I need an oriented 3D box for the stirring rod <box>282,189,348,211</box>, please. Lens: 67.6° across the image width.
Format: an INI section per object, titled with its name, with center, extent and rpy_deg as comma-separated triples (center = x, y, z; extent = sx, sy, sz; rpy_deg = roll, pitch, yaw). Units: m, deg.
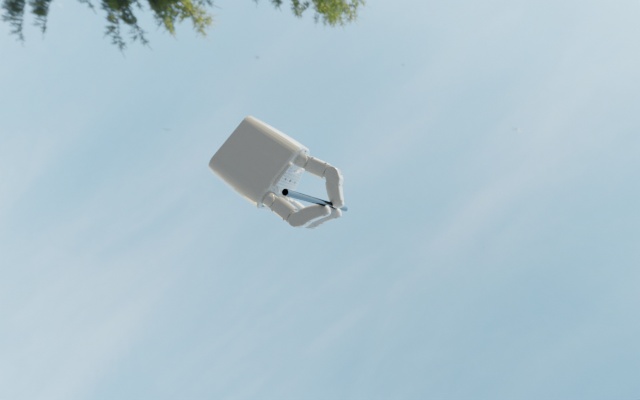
[stirring rod]
center = 0.000, 0.002, 0.634
extent = 0.011, 0.011, 0.239
rpy_deg = 0, -5, 19
